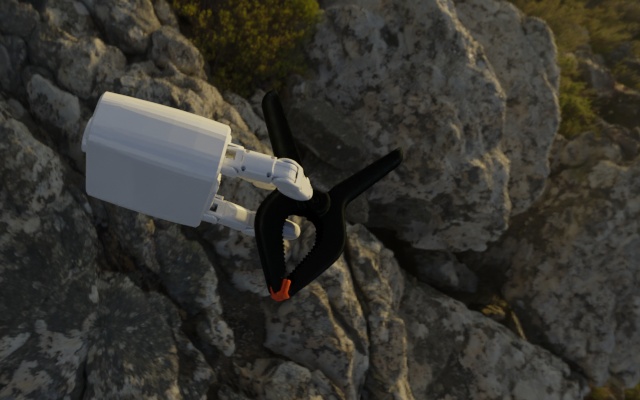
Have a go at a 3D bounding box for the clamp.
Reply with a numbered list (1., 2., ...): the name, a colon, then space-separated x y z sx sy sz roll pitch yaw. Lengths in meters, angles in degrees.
1. clamp: 0.000 0.002 0.486 0.164 0.210 0.036 15 -20 -13
